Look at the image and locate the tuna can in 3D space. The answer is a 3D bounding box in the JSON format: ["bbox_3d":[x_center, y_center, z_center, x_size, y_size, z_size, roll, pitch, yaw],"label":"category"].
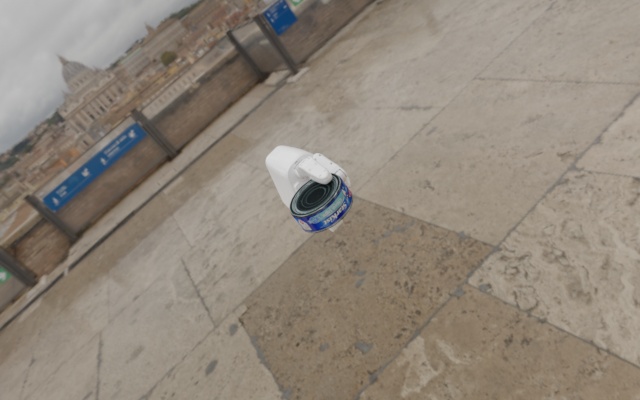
[{"bbox_3d":[0.000,0.002,0.658,0.086,0.086,0.034,0,-43,46],"label":"tuna can"}]
